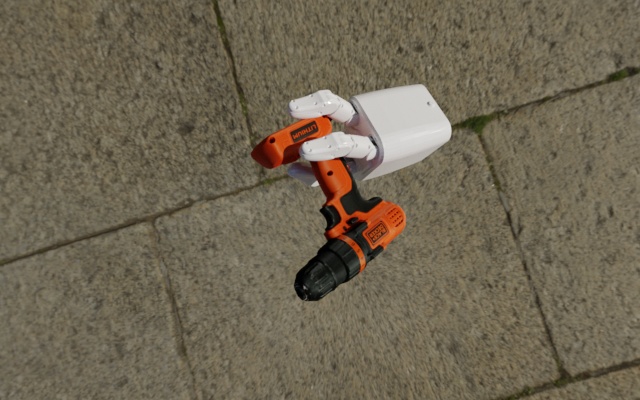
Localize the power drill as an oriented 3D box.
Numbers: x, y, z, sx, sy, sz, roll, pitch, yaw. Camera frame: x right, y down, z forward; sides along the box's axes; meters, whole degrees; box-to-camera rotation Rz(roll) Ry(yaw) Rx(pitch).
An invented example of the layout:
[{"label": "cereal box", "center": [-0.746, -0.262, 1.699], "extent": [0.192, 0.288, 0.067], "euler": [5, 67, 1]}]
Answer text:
[{"label": "power drill", "center": [0.000, 0.001, 0.560], "extent": [0.184, 0.187, 0.057], "euler": [-34, 3, -40]}]
